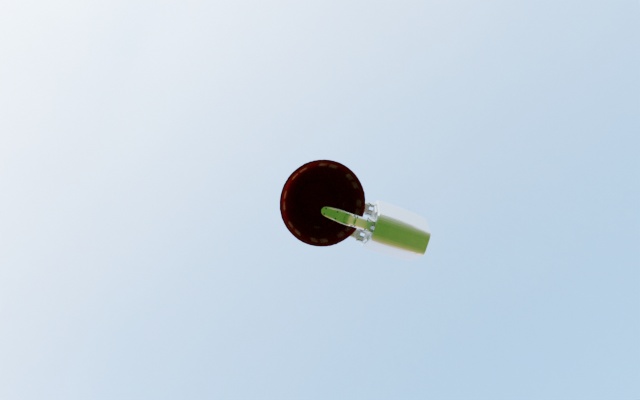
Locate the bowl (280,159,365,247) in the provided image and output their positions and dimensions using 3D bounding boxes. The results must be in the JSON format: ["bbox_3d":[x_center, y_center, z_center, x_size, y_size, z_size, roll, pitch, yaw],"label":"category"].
[{"bbox_3d":[-0.001,0.002,0.899,0.162,0.162,0.055,0,6,-12],"label":"bowl"}]
